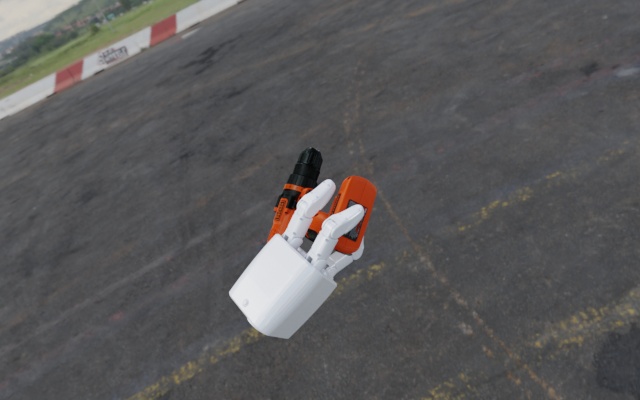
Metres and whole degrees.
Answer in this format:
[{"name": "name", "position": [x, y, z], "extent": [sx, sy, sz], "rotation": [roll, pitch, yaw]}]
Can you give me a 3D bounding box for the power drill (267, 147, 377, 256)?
[{"name": "power drill", "position": [0.000, 0.003, 0.719], "extent": [0.057, 0.184, 0.187], "rotation": [23, -11, -31]}]
